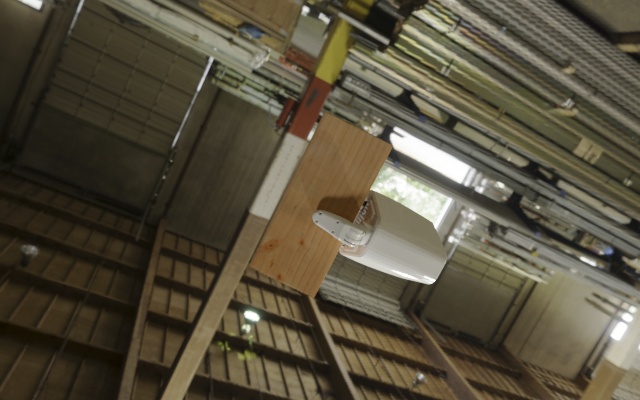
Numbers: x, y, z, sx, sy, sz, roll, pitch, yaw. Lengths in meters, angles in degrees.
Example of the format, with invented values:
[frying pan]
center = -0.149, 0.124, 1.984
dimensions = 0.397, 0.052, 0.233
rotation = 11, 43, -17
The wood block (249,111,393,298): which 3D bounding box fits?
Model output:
[wood block]
center = 0.000, 0.002, 0.603
dimensions = 0.090, 0.206, 0.091
rotation = 26, 7, -2
